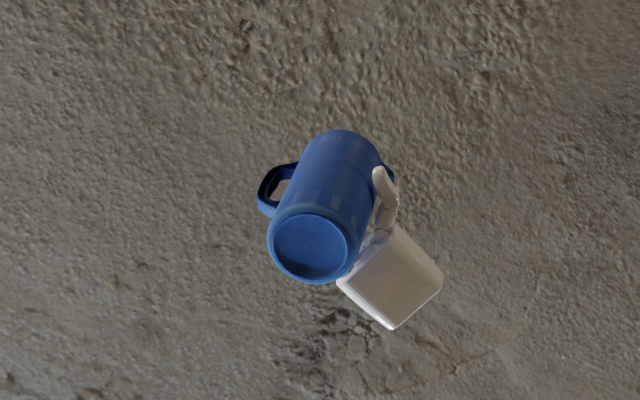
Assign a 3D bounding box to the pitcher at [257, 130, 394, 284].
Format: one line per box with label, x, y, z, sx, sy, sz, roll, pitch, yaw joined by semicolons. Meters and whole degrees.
pitcher;0.000;0.002;0.645;0.149;0.145;0.242;-40;12;25
